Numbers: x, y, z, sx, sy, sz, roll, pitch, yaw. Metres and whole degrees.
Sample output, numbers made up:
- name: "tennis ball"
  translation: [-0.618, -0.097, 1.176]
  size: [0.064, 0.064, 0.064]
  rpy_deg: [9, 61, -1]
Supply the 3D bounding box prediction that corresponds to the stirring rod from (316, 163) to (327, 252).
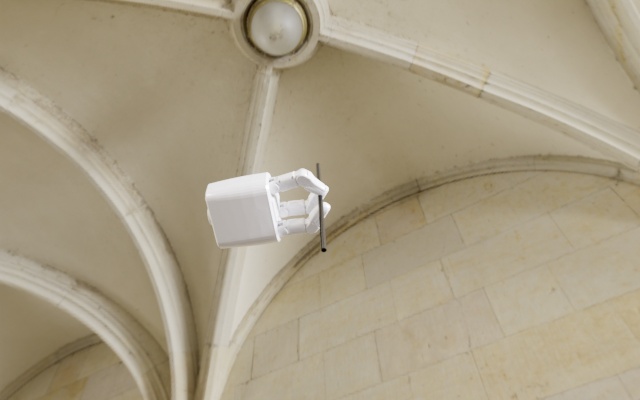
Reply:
- name: "stirring rod"
  translation: [0.000, 0.003, 0.781]
  size: [0.011, 0.011, 0.239]
  rpy_deg: [0, 35, -3]
